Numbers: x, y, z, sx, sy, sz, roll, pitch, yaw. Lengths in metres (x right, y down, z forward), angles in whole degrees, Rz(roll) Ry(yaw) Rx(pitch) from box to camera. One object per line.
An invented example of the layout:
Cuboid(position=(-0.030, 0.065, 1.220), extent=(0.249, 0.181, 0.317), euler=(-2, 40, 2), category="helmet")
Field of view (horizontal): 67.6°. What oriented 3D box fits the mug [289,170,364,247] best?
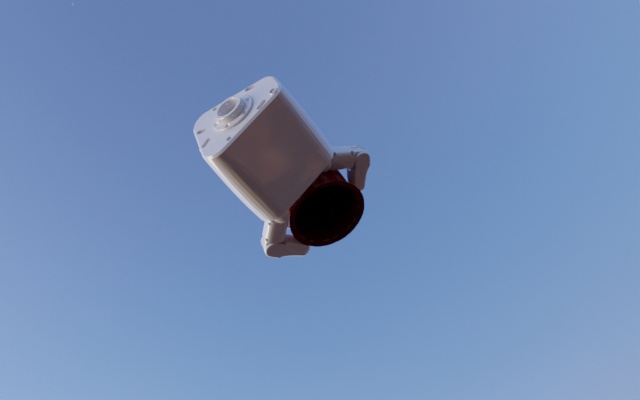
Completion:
Cuboid(position=(0.001, 0.003, 0.588), extent=(0.117, 0.093, 0.081), euler=(51, 4, -41), category="mug")
